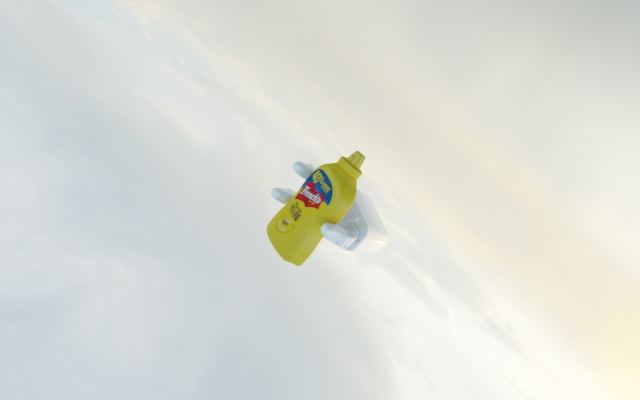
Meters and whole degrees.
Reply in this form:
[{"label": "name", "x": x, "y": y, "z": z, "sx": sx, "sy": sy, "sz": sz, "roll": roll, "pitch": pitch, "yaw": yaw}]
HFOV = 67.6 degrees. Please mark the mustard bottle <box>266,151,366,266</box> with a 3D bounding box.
[{"label": "mustard bottle", "x": 0.000, "y": 0.002, "z": 0.725, "sx": 0.058, "sy": 0.192, "sz": 0.096, "roll": 31, "pitch": 16, "yaw": -37}]
